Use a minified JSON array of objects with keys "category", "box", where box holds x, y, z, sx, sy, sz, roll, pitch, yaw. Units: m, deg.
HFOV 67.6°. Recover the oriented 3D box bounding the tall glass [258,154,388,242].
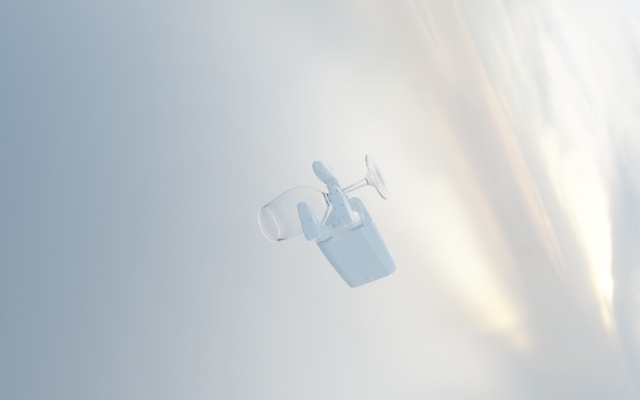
[{"category":"tall glass","box":[0.001,0.002,0.753,0.201,0.079,0.079,-24,-8,19]}]
